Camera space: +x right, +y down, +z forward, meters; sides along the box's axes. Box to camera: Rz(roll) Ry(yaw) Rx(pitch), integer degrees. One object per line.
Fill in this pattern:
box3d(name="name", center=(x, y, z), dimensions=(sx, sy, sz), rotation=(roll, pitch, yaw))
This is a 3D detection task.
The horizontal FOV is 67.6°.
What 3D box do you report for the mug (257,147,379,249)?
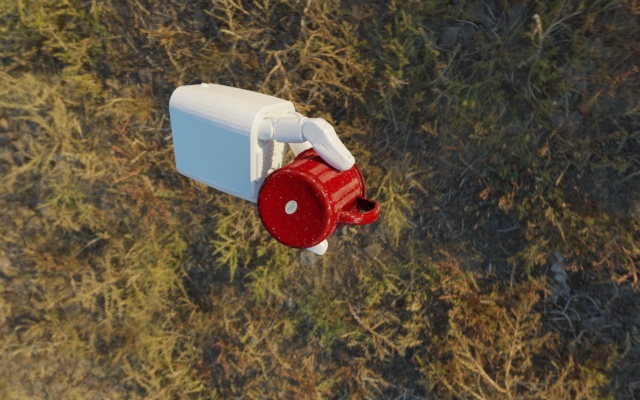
box3d(name="mug", center=(0.001, 0.002, 0.476), dimensions=(0.117, 0.093, 0.081), rotation=(18, 23, 18))
